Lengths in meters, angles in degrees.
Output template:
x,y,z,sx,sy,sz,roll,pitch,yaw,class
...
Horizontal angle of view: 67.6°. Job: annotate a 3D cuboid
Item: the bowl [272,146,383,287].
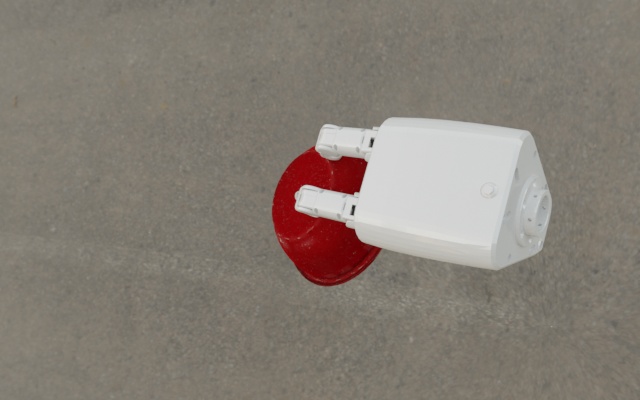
x,y,z,sx,sy,sz,roll,pitch,yaw,class
-0.001,0.002,0.482,0.055,0.162,0.162,22,-14,-37,bowl
